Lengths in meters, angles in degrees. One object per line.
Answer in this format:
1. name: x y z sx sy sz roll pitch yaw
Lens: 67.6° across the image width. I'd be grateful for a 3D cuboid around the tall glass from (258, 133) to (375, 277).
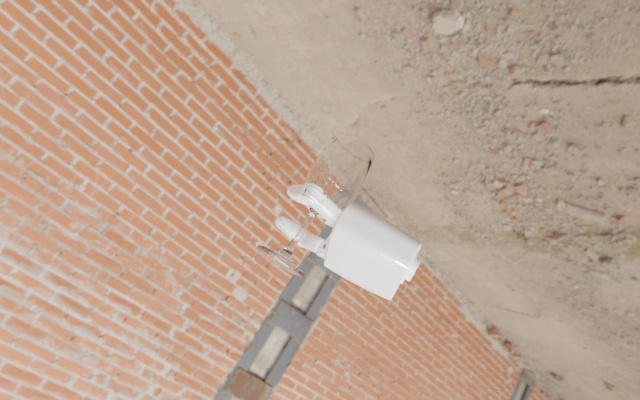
1. tall glass: 0.000 0.003 0.660 0.079 0.201 0.079 30 -17 10
